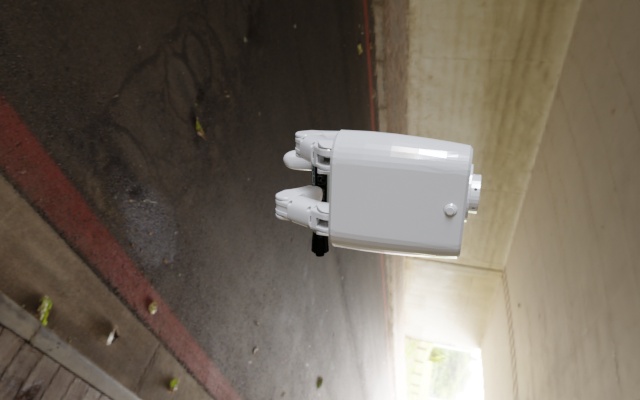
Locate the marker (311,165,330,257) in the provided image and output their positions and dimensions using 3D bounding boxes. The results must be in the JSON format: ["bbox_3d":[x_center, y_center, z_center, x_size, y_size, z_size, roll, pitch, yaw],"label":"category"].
[{"bbox_3d":[0.000,0.002,0.487,0.020,0.121,0.020,1,20,0],"label":"marker"}]
